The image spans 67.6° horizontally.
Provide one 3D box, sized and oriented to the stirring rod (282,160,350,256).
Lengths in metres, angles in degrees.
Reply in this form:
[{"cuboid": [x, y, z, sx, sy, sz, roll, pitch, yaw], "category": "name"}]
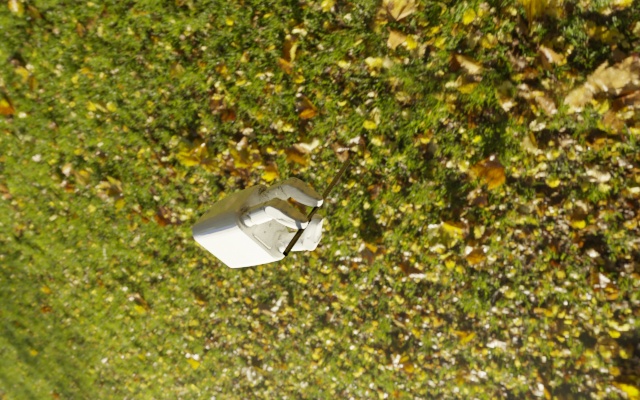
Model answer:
[{"cuboid": [0.000, 0.002, 0.700, 0.011, 0.011, 0.239, 0, 33, 27], "category": "stirring rod"}]
